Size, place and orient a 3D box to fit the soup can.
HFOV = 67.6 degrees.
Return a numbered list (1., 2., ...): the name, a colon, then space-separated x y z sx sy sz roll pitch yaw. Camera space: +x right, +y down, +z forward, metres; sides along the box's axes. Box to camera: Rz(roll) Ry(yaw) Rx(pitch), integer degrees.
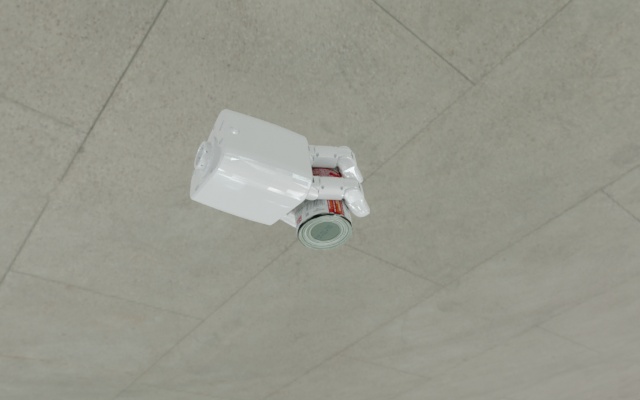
1. soup can: 0.000 0.002 0.595 0.068 0.102 0.069 -5 -42 -4
